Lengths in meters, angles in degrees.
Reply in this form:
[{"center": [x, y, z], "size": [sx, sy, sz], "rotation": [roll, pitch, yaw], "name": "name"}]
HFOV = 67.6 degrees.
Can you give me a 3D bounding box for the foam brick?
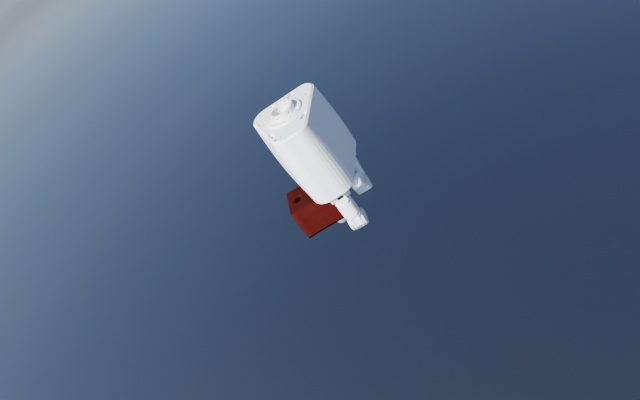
[{"center": [0.000, 0.002, 0.649], "size": [0.078, 0.051, 0.053], "rotation": [-32, 37, 12], "name": "foam brick"}]
